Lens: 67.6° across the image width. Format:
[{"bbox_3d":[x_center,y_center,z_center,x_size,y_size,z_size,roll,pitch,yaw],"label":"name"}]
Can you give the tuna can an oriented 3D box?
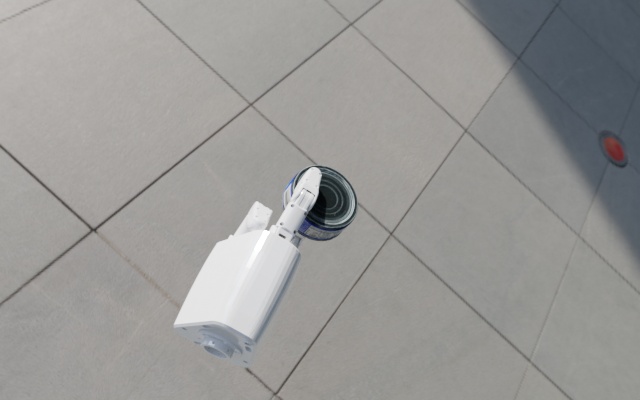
[{"bbox_3d":[0.000,0.002,0.557,0.086,0.086,0.034,0,-28,-28],"label":"tuna can"}]
